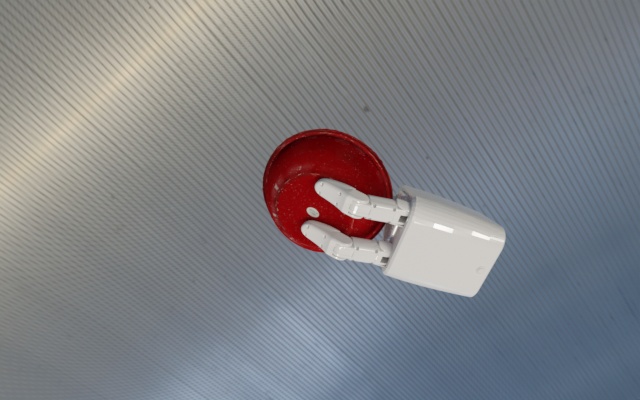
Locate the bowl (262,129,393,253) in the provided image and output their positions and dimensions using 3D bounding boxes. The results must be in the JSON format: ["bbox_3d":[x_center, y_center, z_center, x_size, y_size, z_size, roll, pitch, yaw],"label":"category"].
[{"bbox_3d":[-0.001,0.002,0.554,0.162,0.162,0.055,0,23,16],"label":"bowl"}]
